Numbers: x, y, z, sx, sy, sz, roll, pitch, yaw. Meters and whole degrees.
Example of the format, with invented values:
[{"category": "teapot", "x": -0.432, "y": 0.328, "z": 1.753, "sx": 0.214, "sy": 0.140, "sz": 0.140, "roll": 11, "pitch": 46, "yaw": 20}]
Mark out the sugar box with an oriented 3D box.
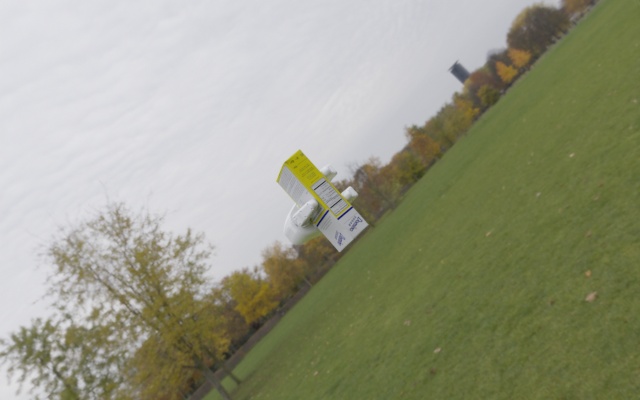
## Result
[{"category": "sugar box", "x": 0.000, "y": 0.002, "z": 0.830, "sx": 0.048, "sy": 0.176, "sz": 0.093, "roll": -42, "pitch": -5, "yaw": -23}]
